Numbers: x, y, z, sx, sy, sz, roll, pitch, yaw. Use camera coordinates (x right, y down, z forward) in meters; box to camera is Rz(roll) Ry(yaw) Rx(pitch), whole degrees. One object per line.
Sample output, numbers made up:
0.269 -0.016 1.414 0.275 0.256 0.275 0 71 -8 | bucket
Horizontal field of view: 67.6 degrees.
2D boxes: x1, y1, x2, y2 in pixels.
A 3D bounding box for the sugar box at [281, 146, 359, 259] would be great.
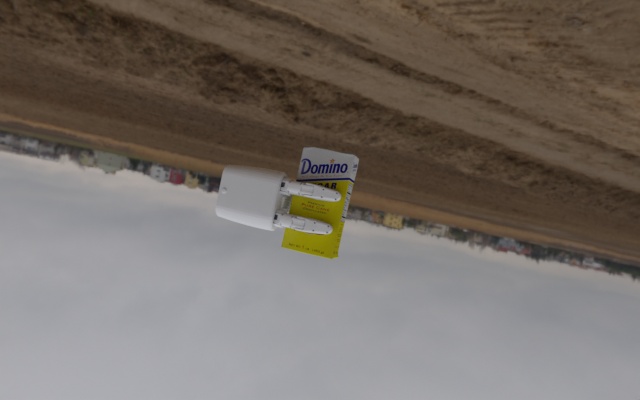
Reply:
0.000 0.003 0.801 0.093 0.176 0.048 11 0 16 | sugar box
